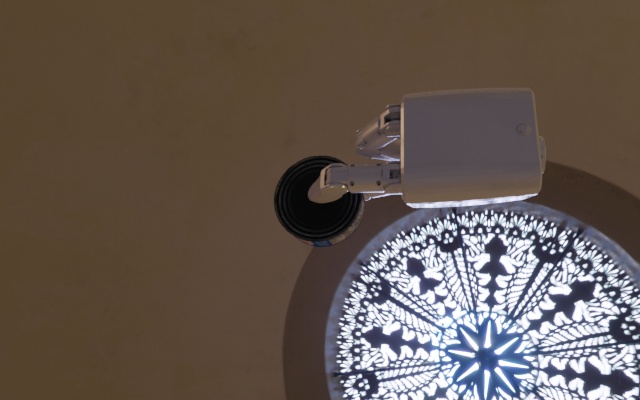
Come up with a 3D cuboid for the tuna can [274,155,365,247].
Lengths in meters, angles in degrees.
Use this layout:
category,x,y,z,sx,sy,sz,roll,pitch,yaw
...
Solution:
category,x,y,z,sx,sy,sz,roll,pitch,yaw
tuna can,0.000,0.002,0.469,0.086,0.086,0.034,0,-17,13
